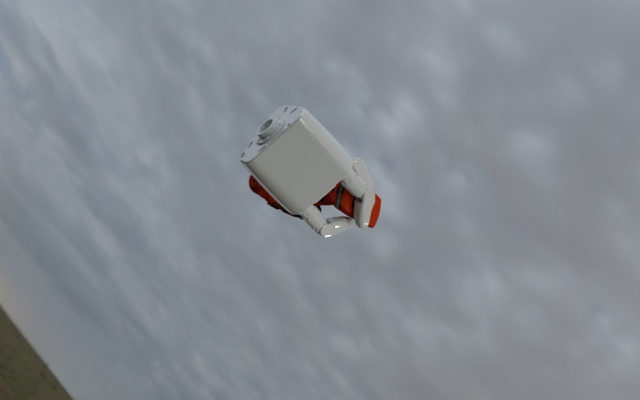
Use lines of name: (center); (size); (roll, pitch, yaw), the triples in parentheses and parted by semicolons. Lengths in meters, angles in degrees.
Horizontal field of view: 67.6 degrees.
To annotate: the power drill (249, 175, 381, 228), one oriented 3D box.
power drill: (0.000, 0.002, 0.783); (0.187, 0.057, 0.184); (5, -16, 35)
